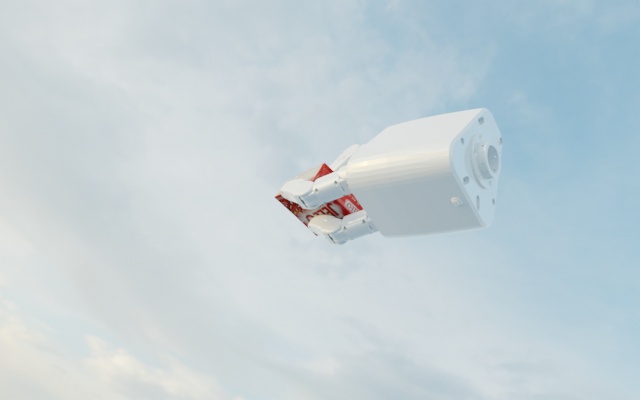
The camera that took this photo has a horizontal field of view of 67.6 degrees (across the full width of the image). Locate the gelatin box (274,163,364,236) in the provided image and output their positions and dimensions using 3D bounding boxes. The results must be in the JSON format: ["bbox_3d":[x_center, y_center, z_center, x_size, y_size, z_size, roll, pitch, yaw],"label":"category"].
[{"bbox_3d":[0.000,0.002,0.543,0.073,0.030,0.089,44,-32,-18],"label":"gelatin box"}]
